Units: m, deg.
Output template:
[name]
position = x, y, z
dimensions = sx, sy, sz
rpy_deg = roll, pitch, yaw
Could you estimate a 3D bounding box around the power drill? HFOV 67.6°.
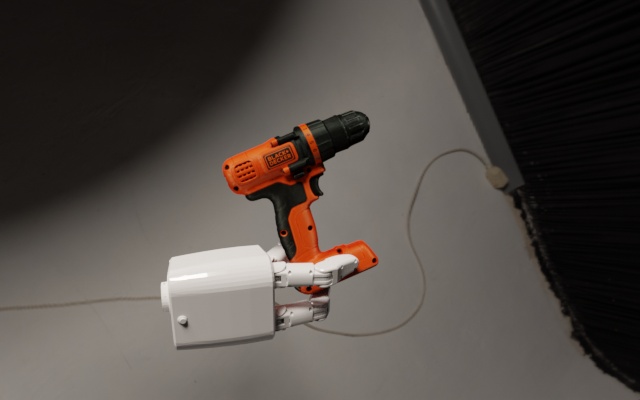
[power drill]
position = 0.000, 0.002, 0.571
dimensions = 0.184, 0.187, 0.057
rpy_deg = -23, 3, -5
